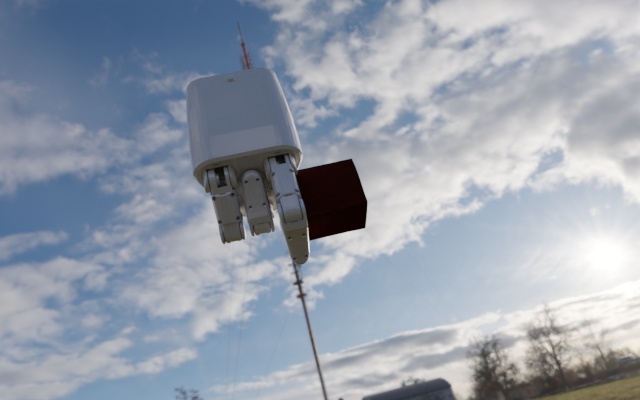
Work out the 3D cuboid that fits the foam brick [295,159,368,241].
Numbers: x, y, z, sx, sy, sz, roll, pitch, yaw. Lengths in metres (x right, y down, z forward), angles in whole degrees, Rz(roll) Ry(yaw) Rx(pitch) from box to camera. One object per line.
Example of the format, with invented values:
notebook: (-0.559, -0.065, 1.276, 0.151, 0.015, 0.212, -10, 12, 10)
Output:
foam brick: (0.000, 0.002, 0.450, 0.078, 0.051, 0.053, -12, -30, -7)
